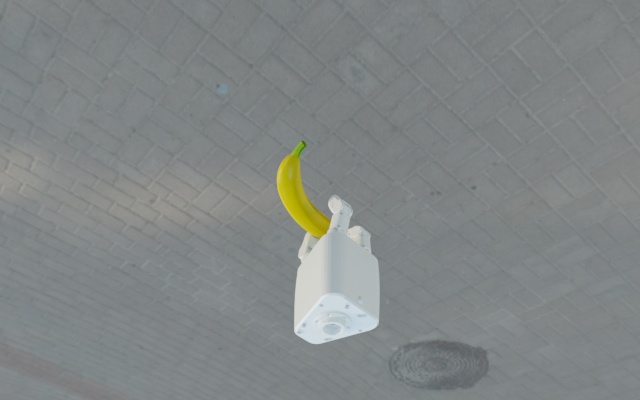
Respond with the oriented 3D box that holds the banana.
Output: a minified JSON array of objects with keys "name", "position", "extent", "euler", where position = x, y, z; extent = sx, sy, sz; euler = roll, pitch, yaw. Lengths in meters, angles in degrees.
[{"name":"banana","position":[-0.019,0.005,0.732],"extent":[0.069,0.198,0.037],"euler":[-17,36,13]}]
